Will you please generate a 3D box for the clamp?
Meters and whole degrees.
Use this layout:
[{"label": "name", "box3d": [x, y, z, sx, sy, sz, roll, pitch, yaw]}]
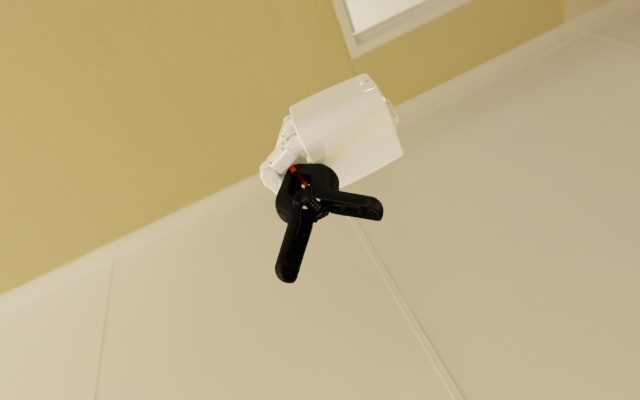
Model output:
[{"label": "clamp", "box3d": [0.000, 0.002, 0.506, 0.120, 0.039, 0.171, -26, 36, 10]}]
